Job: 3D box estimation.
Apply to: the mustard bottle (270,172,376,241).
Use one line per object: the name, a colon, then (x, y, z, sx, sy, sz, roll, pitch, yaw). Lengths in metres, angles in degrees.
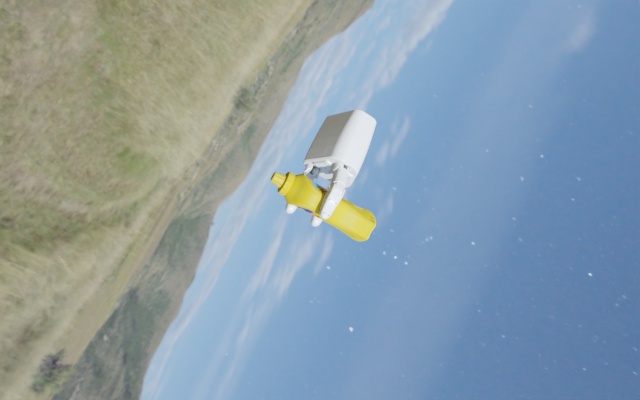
mustard bottle: (0.000, 0.003, 0.832, 0.192, 0.058, 0.096, 29, 5, -17)
